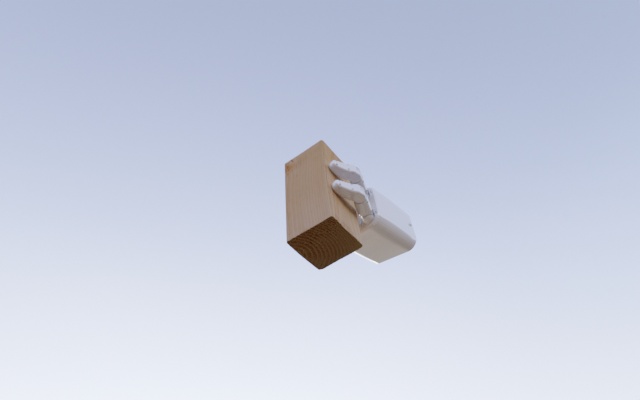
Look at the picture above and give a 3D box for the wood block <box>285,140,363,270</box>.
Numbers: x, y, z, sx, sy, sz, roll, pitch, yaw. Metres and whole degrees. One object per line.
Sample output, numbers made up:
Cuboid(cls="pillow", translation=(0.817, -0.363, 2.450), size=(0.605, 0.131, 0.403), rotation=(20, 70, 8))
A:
Cuboid(cls="wood block", translation=(0.000, 0.003, 0.824), size=(0.091, 0.206, 0.090), rotation=(-32, -54, 20))
